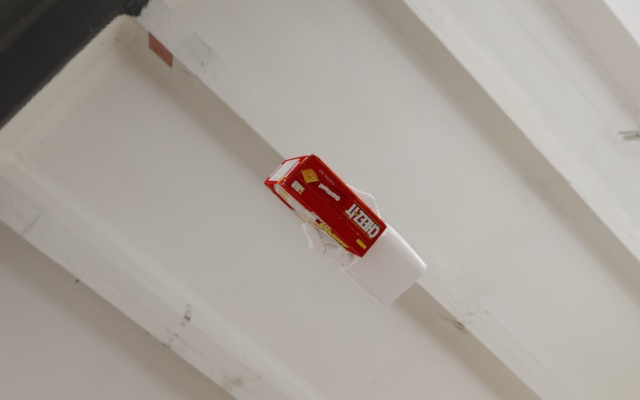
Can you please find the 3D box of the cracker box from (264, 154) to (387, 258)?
[{"bbox_3d":[0.000,0.003,0.794,0.164,0.072,0.213,43,-8,-12],"label":"cracker box"}]
